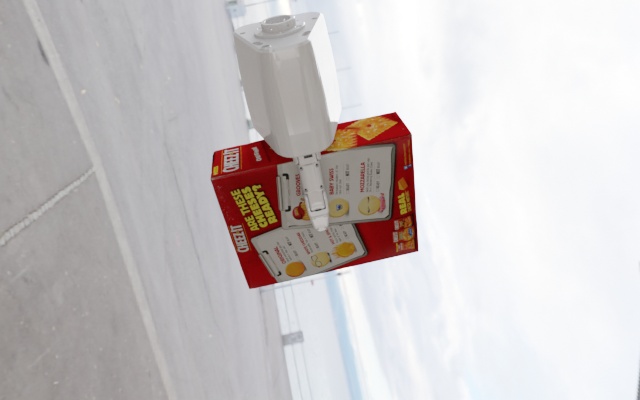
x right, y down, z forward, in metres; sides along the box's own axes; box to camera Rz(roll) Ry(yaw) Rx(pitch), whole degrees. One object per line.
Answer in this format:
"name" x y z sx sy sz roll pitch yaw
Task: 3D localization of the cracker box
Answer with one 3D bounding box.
"cracker box" 0.000 0.002 0.557 0.214 0.164 0.072 -12 34 -1
